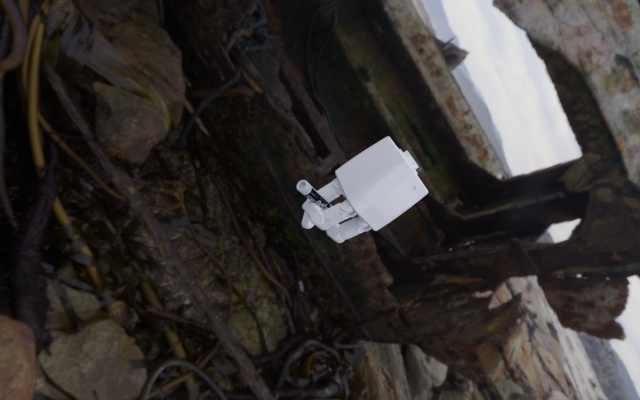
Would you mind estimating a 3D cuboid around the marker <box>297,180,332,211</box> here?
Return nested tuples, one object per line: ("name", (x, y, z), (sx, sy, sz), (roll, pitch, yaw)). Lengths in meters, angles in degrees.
("marker", (0.000, 0.003, 0.774), (0.020, 0.020, 0.121), (0, -26, 32))
